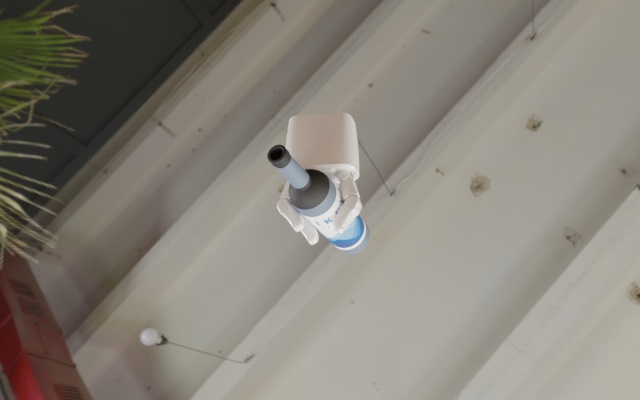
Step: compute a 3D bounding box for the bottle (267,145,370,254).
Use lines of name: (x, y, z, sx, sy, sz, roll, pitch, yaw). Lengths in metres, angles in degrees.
bottle: (0.000, 0.003, 0.731, 0.069, 0.069, 0.296, 0, -25, 25)
